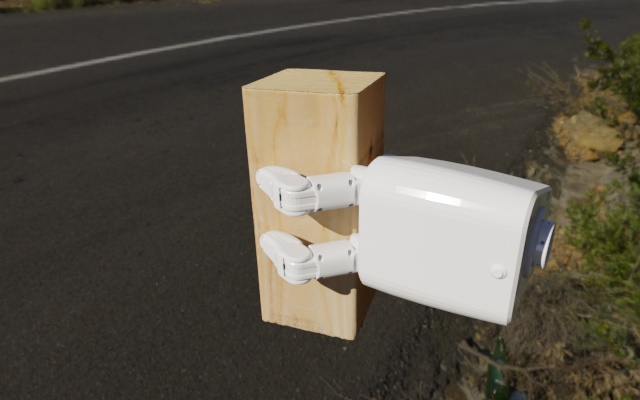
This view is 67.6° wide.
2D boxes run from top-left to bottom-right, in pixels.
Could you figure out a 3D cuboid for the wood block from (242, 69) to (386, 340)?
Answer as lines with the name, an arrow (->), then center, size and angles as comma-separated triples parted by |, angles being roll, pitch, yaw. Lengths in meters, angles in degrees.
wood block -> 0.001, 0.001, 0.407 | 0.090, 0.206, 0.090 | 7, 26, 18
